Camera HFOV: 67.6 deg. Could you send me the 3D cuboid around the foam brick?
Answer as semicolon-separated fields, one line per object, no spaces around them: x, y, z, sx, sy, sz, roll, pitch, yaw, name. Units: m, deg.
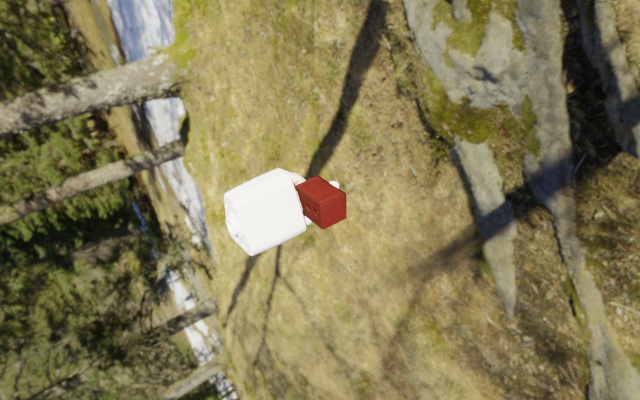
0.000;0.003;0.792;0.051;0.053;0.078;-25;37;-27;foam brick
